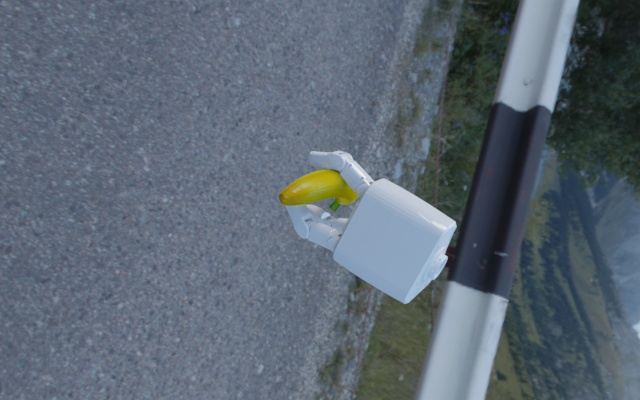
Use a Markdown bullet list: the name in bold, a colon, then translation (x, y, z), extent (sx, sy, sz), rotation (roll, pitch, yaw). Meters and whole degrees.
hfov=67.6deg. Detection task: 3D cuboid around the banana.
- **banana**: translation (0.013, -0.012, 0.625), extent (0.037, 0.069, 0.198), rotation (44, 11, 19)
